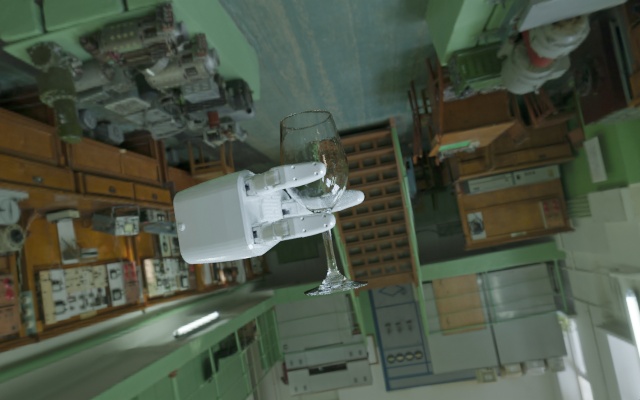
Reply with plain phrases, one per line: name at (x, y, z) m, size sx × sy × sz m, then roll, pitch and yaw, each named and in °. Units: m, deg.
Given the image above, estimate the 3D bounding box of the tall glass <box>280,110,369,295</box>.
tall glass at (0.000, 0.002, 0.547) m, size 0.079 × 0.201 × 0.079 m, roll -10°, pitch -5°, yaw -1°
